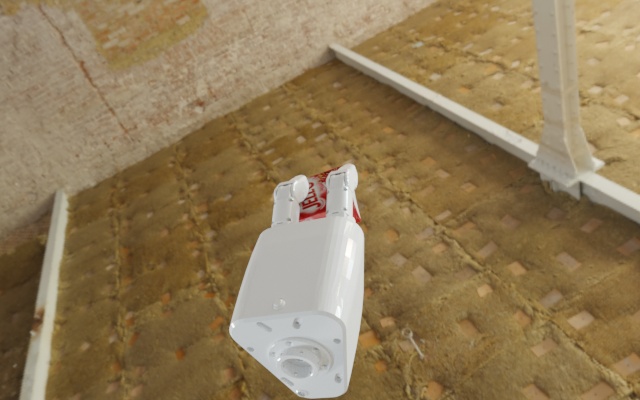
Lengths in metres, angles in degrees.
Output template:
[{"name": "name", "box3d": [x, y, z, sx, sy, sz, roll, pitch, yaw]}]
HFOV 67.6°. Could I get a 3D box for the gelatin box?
[{"name": "gelatin box", "box3d": [0.000, 0.002, 0.508, 0.073, 0.030, 0.089, -19, 28, 7]}]
